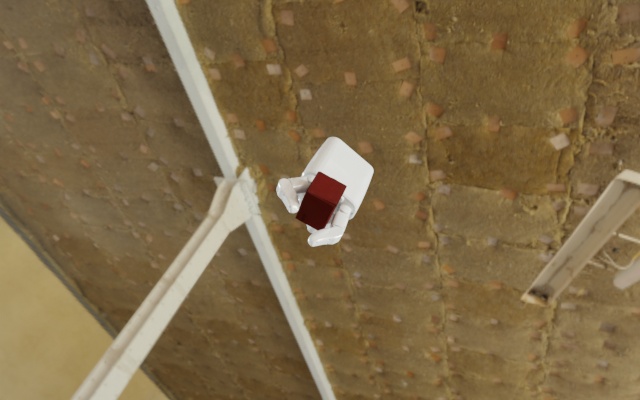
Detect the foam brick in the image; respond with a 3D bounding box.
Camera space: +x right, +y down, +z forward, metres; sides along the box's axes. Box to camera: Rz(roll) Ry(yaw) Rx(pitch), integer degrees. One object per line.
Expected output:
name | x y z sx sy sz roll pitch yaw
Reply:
foam brick | 0.000 0.002 0.765 0.053 0.051 0.078 29 -40 2
